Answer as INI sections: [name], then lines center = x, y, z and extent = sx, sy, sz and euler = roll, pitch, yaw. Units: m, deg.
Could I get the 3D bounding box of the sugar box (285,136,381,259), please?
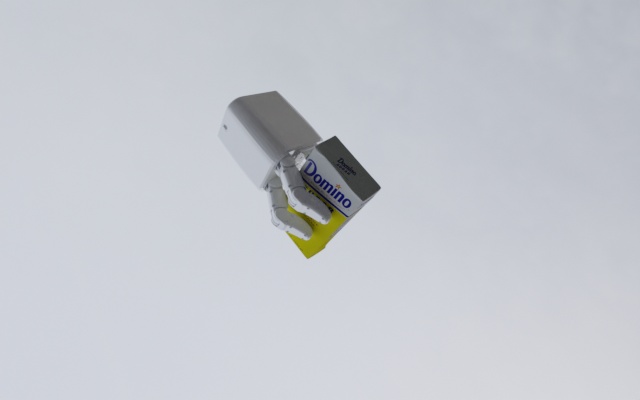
[sugar box]
center = 0.000, 0.002, 0.652
extent = 0.048, 0.093, 0.176
euler = -34, -12, -36
